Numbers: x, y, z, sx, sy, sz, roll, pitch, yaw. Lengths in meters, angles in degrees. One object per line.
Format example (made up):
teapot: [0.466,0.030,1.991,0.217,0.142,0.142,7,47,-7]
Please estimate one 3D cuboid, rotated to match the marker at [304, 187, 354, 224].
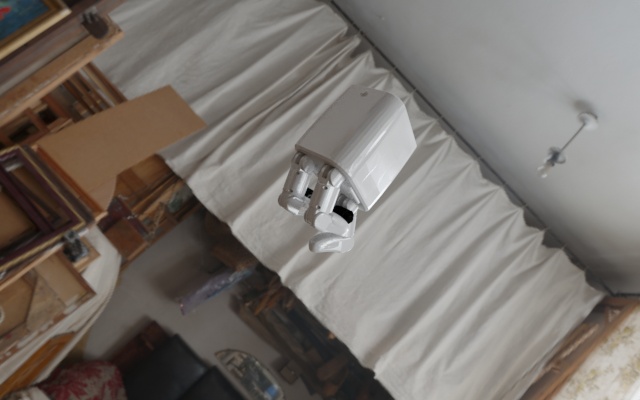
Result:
marker: [0.000,0.002,0.595,0.020,0.020,0.121,0,19,-38]
